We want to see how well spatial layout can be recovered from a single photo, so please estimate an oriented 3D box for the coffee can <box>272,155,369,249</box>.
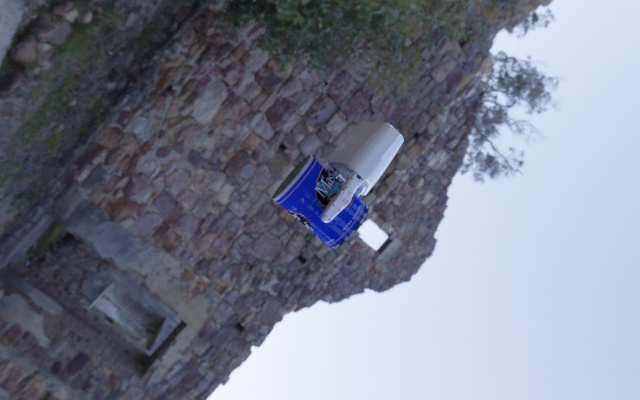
[{"bbox_3d":[0.000,0.003,0.849,0.140,0.103,0.103,41,-9,-11],"label":"coffee can"}]
